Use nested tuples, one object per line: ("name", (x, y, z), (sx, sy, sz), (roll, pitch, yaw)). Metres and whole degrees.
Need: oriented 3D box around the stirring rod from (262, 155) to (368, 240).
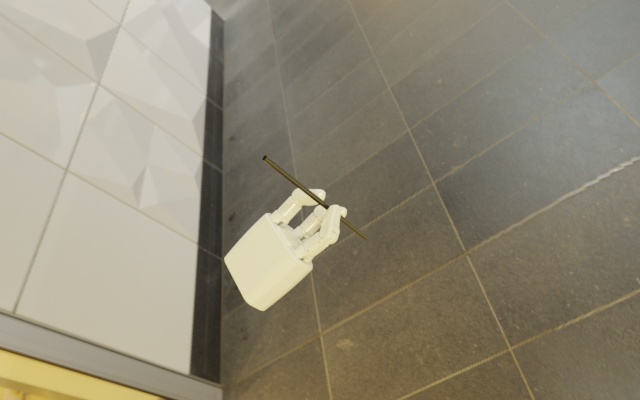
("stirring rod", (0.000, 0.002, 0.713), (0.011, 0.011, 0.240), (0, -30, 46))
